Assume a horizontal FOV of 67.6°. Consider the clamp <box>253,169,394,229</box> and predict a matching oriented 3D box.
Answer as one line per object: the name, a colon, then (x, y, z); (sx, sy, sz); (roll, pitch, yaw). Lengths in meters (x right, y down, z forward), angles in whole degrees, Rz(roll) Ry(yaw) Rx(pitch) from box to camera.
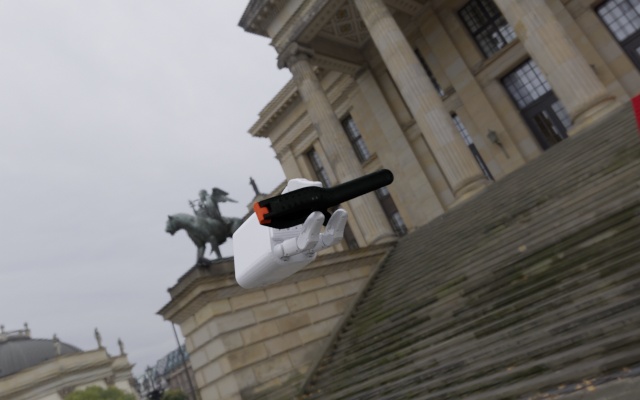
clamp: (-0.001, 0.002, 0.693); (0.210, 0.036, 0.165); (-3, -28, -48)
